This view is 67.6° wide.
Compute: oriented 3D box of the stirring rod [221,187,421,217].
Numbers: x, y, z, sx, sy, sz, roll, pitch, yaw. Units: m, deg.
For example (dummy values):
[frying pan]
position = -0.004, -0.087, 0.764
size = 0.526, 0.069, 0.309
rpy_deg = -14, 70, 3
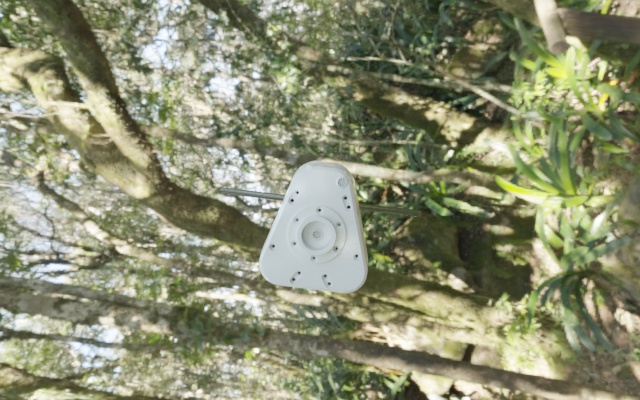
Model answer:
[stirring rod]
position = 0.000, 0.002, 0.573
size = 0.239, 0.011, 0.011
rpy_deg = 7, 0, 1
